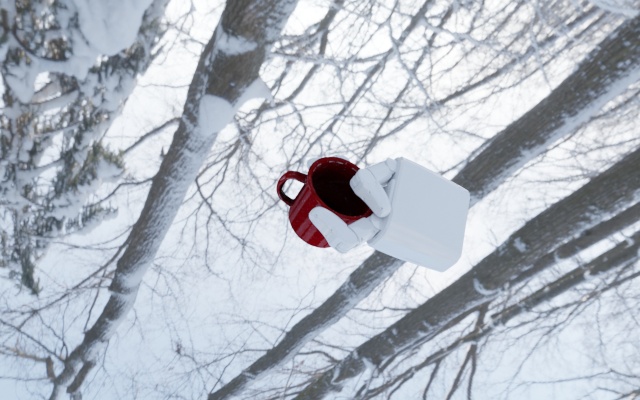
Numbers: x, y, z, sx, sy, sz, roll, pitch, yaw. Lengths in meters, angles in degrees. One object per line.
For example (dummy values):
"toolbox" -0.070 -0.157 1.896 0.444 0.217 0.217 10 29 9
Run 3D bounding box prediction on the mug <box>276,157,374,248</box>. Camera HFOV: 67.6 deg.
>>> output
"mug" -0.001 0.002 0.589 0.117 0.093 0.081 23 -43 -13
